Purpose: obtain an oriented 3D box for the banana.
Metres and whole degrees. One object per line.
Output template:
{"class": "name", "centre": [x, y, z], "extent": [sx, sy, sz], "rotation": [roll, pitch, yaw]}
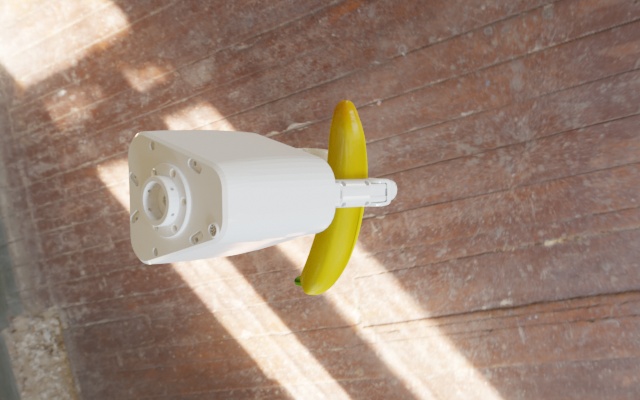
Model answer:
{"class": "banana", "centre": [0.010, 0.013, 0.430], "extent": [0.037, 0.198, 0.069], "rotation": [-2, 28, -37]}
